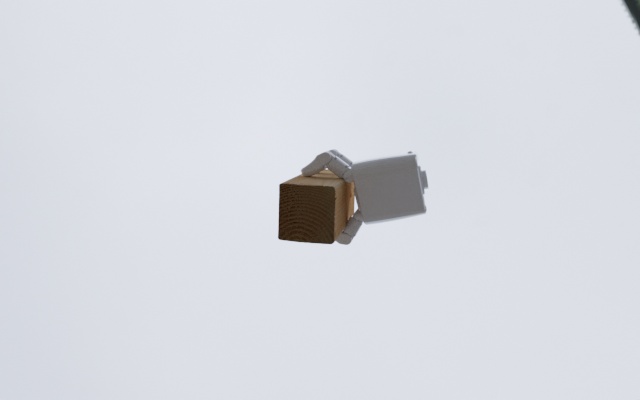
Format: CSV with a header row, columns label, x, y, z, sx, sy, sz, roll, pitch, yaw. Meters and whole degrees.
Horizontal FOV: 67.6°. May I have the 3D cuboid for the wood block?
label,x,y,z,sx,sy,sz,roll,pitch,yaw
wood block,0.001,0.003,0.813,0.090,0.091,0.206,4,10,12
